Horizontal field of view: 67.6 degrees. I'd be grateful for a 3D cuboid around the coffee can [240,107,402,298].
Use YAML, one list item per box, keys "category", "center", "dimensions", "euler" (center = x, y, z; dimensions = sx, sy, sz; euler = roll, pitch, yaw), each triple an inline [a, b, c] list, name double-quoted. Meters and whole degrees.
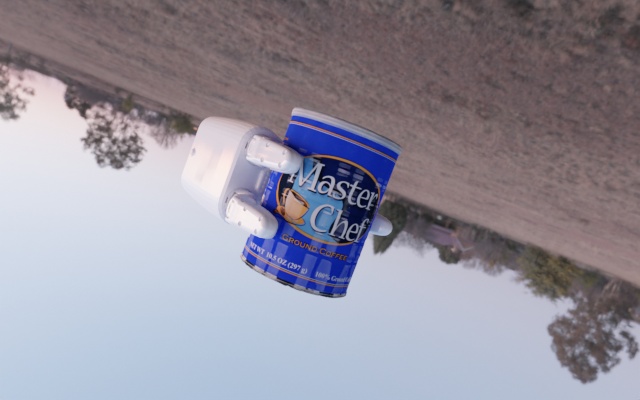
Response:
- category: "coffee can"
  center: [0.000, 0.001, 0.428]
  dimensions: [0.103, 0.140, 0.103]
  euler: [21, 3, -1]
